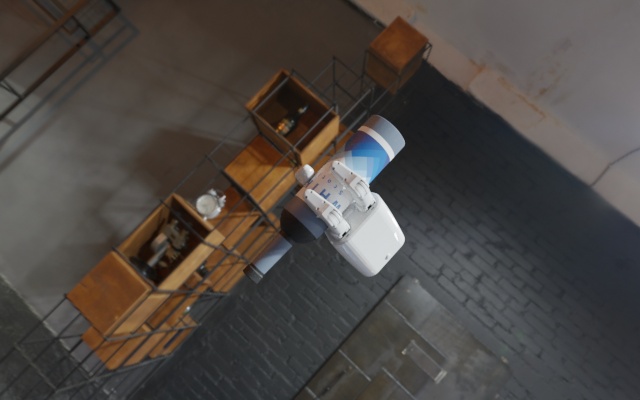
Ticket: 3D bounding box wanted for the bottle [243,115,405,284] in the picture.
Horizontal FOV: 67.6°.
[{"bbox_3d":[0.000,0.002,0.691,0.069,0.295,0.069,42,-8,7],"label":"bottle"}]
